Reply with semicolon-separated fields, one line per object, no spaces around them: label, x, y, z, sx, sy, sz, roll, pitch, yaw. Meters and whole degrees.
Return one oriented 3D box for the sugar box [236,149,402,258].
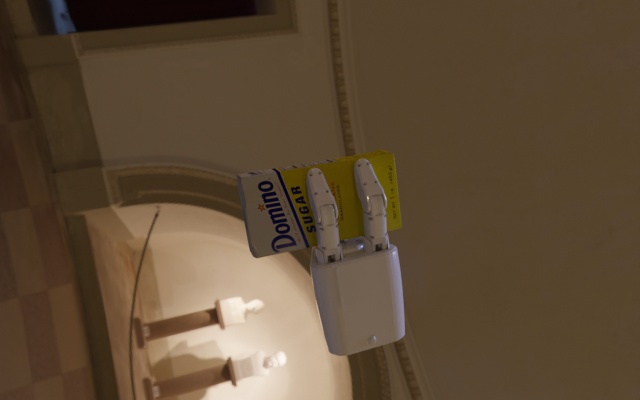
sugar box;0.000;0.002;0.544;0.176;0.093;0.048;-12;12;-15
